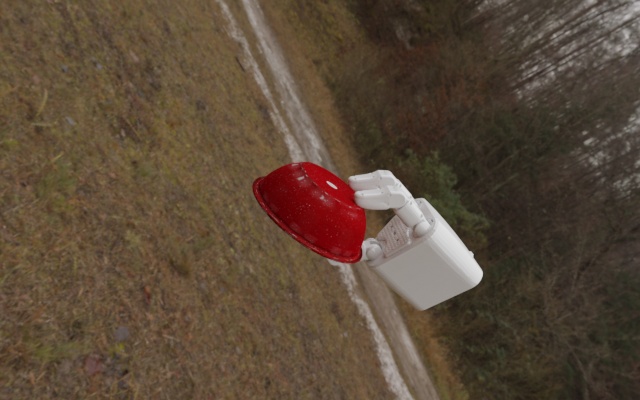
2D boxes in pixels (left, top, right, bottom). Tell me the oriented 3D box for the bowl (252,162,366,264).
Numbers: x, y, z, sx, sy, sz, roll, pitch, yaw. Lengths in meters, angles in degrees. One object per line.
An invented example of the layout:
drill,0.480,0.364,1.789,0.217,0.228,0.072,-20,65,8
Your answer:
bowl,-0.001,0.001,0.576,0.162,0.055,0.162,32,18,-12
